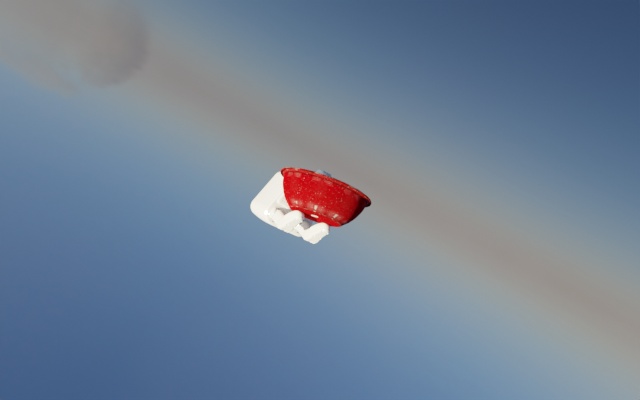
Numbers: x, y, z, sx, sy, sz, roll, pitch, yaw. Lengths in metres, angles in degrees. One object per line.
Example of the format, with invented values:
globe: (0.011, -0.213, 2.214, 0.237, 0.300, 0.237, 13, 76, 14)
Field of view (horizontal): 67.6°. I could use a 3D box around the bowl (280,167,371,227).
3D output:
bowl: (0.000, 0.003, 0.793, 0.162, 0.055, 0.162, 19, -12, 4)
